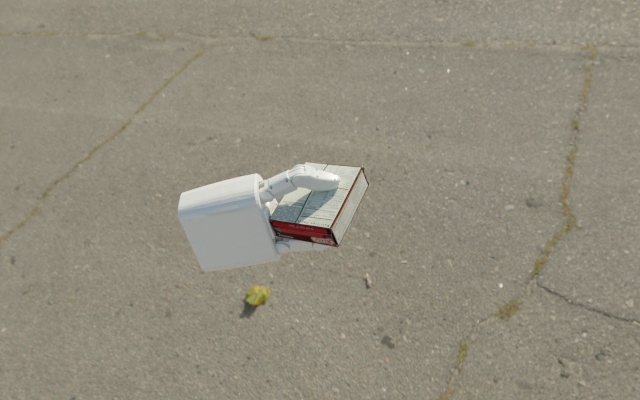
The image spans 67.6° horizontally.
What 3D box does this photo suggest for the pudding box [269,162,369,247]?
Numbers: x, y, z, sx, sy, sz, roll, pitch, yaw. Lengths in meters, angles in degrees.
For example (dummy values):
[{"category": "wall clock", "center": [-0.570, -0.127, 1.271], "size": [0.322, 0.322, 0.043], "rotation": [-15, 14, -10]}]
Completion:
[{"category": "pudding box", "center": [0.000, 0.002, 0.610], "size": [0.090, 0.113, 0.039], "rotation": [8, -39, 28]}]
